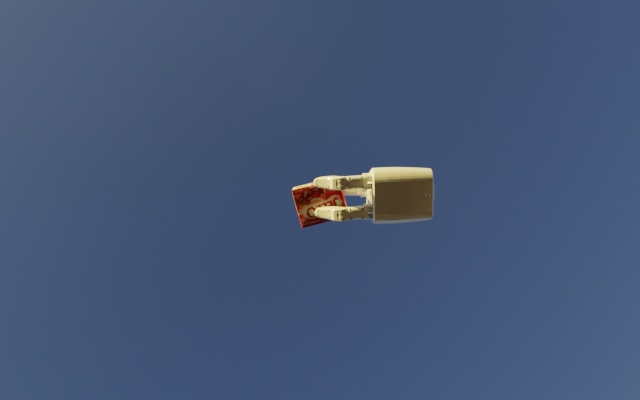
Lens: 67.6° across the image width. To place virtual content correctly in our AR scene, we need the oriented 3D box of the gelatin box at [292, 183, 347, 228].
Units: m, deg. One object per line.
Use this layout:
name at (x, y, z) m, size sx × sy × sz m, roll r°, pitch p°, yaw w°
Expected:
gelatin box at (0.000, 0.003, 0.864) m, size 0.089 × 0.073 × 0.030 m, roll -14°, pitch 11°, yaw 7°
